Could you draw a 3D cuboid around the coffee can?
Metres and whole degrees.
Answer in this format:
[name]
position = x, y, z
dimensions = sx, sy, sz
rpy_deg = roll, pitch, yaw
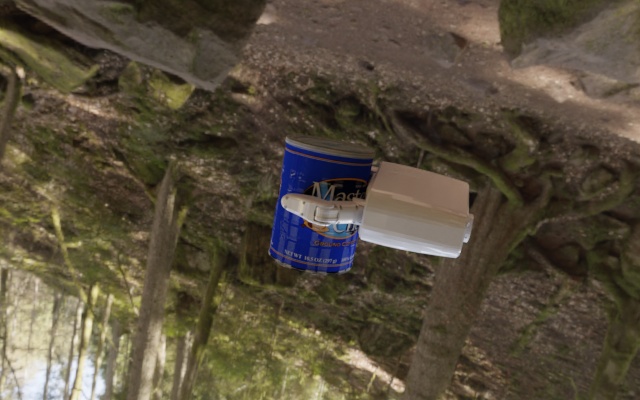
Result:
[coffee can]
position = 0.000, 0.002, 0.555
dimensions = 0.103, 0.140, 0.102
rpy_deg = 10, 13, -2
